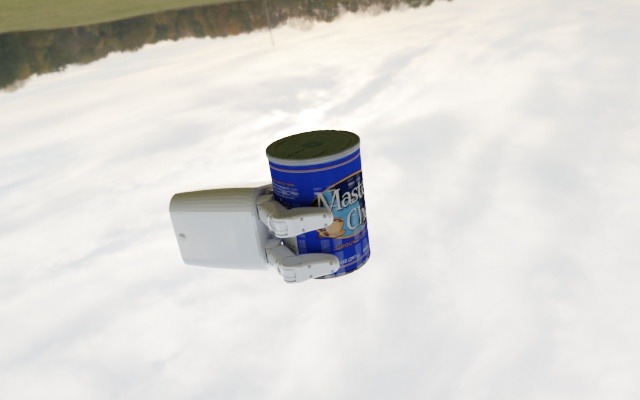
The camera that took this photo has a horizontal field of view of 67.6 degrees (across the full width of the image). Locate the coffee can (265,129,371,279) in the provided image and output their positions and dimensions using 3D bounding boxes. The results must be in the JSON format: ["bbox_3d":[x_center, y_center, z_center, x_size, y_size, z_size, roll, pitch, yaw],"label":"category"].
[{"bbox_3d":[0.000,0.002,0.537,0.103,0.140,0.102,-7,24,3],"label":"coffee can"}]
